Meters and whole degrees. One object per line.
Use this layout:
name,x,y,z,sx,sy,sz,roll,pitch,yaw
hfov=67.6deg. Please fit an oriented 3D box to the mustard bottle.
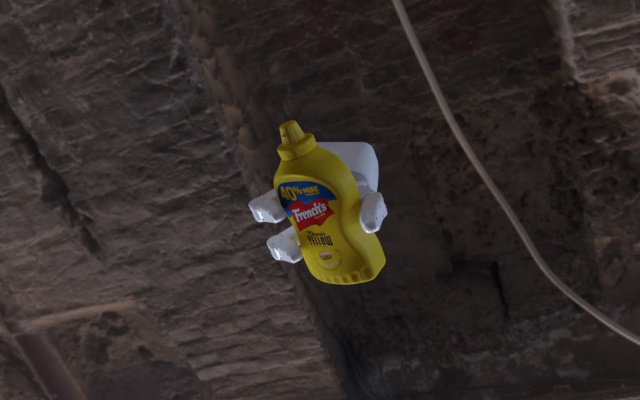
mustard bottle,0.000,0.002,0.529,0.096,0.192,0.058,-2,30,40
